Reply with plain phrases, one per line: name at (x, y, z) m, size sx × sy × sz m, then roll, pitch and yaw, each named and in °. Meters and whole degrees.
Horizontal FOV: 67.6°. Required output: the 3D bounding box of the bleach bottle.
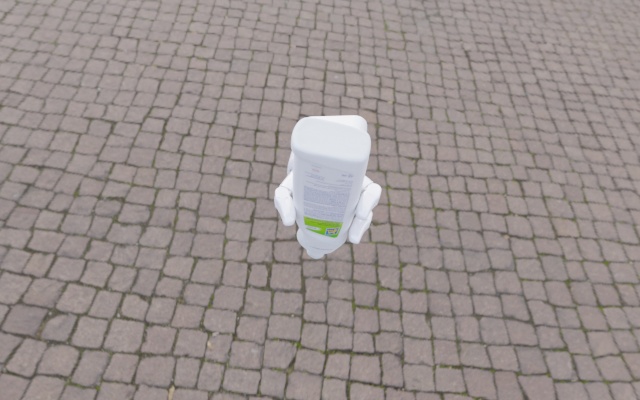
bleach bottle at (0.000, 0.002, 0.682) m, size 0.102 × 0.068 × 0.251 m, roll 13°, pitch -40°, yaw 1°
